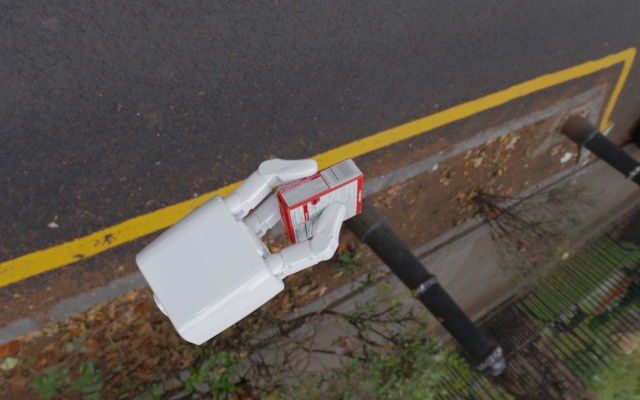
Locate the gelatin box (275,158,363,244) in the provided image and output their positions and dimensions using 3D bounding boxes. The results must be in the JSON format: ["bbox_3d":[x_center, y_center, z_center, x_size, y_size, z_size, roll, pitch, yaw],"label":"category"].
[{"bbox_3d":[0.001,0.002,0.506,0.089,0.030,0.073,-25,-31,-13],"label":"gelatin box"}]
